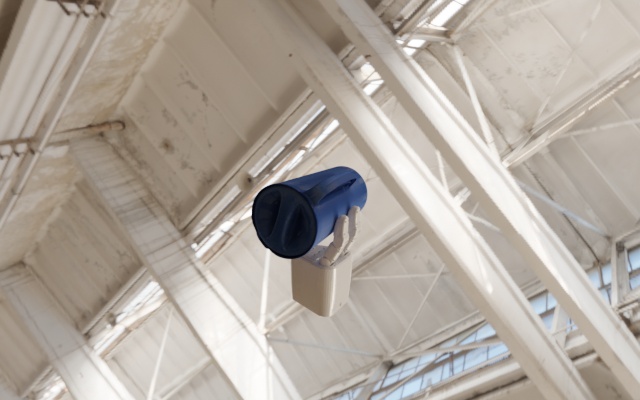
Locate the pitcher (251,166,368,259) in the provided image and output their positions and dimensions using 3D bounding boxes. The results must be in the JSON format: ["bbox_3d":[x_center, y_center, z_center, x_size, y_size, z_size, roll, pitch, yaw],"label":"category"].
[{"bbox_3d":[0.000,0.003,0.891,0.149,0.145,0.242,10,19,28],"label":"pitcher"}]
